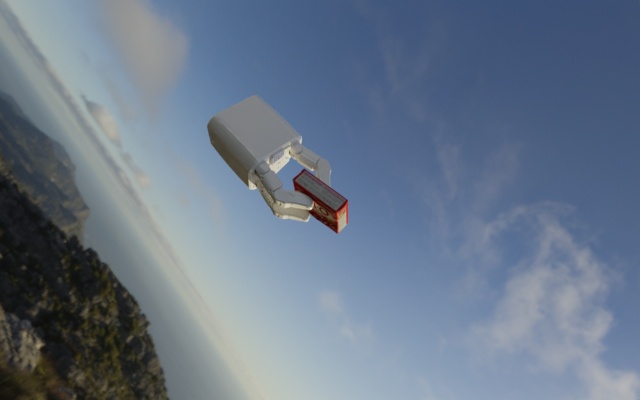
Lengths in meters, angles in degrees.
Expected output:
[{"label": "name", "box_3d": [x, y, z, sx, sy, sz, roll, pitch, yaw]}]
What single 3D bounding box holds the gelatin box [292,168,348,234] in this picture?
[{"label": "gelatin box", "box_3d": [0.001, 0.002, 0.725, 0.089, 0.030, 0.073, 36, -22, 20]}]
